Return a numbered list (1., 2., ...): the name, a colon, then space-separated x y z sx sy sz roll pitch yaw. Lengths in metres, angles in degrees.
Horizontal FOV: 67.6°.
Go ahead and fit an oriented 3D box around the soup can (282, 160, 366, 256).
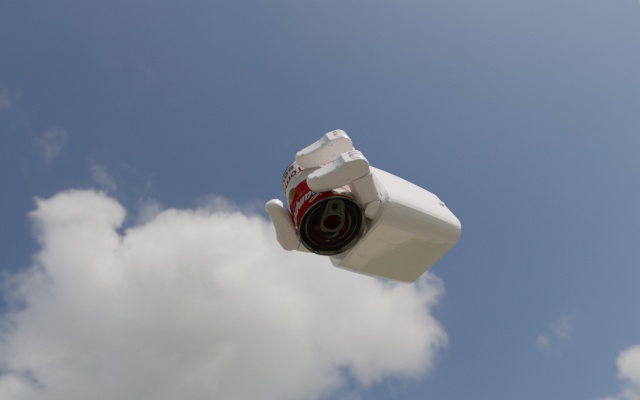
1. soup can: 0.000 0.001 0.506 0.068 0.068 0.102 0 29 -16
